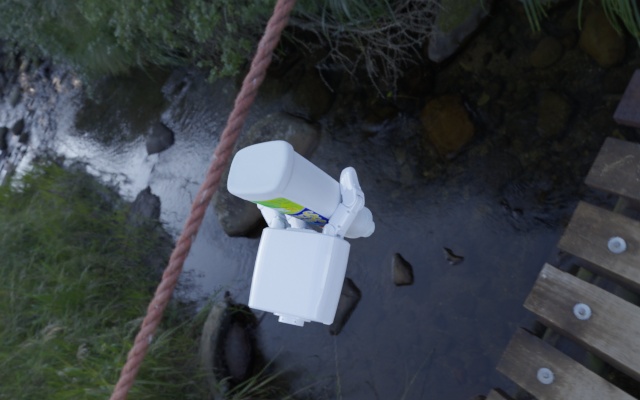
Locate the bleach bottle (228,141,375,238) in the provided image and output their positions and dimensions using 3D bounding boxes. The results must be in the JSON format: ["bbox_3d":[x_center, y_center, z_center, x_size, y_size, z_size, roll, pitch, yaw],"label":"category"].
[{"bbox_3d":[0.000,0.002,0.647,0.102,0.068,0.251,-3,-21,41],"label":"bleach bottle"}]
